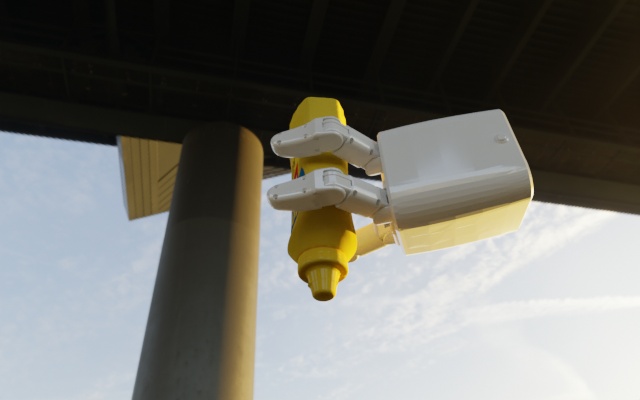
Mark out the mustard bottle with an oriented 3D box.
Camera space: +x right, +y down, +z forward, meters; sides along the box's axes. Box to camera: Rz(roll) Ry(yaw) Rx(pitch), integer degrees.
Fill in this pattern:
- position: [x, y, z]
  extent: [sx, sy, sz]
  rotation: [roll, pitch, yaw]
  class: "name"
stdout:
- position: [0.000, 0.001, 0.429]
  extent: [0.058, 0.191, 0.096]
  rotation: [4, -41, -8]
  class: "mustard bottle"
